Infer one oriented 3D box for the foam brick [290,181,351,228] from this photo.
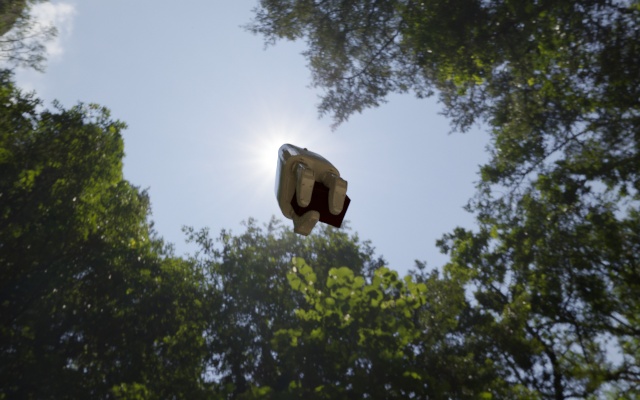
[{"bbox_3d":[0.000,0.003,0.766,0.078,0.053,0.051,19,14,-20],"label":"foam brick"}]
